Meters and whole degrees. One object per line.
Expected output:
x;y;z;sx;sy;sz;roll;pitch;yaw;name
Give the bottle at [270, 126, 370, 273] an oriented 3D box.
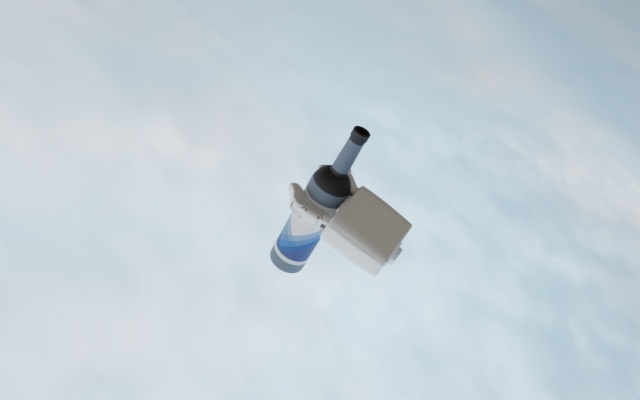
0.000;0.003;0.780;0.069;0.296;0.069;19;37;-15;bottle
